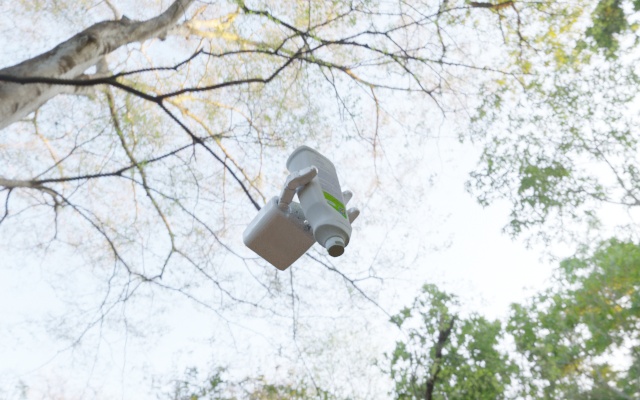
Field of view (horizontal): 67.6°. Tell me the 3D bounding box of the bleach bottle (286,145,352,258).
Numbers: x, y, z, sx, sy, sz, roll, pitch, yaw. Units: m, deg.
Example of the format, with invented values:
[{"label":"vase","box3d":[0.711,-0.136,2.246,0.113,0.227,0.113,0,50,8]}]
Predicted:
[{"label":"bleach bottle","box3d":[0.000,0.003,0.863,0.102,0.068,0.250,29,27,-29]}]
